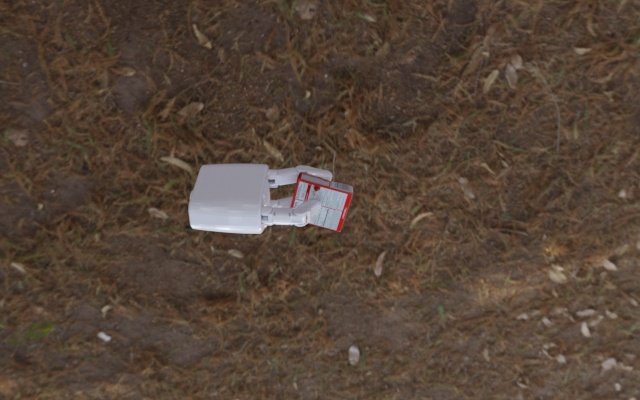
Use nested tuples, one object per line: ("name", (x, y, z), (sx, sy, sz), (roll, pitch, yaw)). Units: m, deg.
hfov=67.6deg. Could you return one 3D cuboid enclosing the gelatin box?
("gelatin box", (0.000, 0.003, 0.752), (0.089, 0.073, 0.030), (15, 29, -1))
